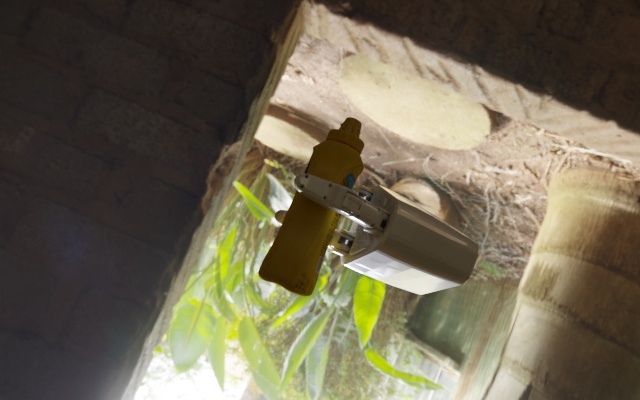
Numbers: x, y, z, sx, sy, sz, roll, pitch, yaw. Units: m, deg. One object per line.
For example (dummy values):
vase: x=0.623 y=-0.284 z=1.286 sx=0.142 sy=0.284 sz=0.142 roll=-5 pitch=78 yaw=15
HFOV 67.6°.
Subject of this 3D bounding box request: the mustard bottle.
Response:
mustard bottle: x=0.000 y=0.002 z=0.497 sx=0.058 sy=0.191 sz=0.096 roll=22 pitch=-9 yaw=11
